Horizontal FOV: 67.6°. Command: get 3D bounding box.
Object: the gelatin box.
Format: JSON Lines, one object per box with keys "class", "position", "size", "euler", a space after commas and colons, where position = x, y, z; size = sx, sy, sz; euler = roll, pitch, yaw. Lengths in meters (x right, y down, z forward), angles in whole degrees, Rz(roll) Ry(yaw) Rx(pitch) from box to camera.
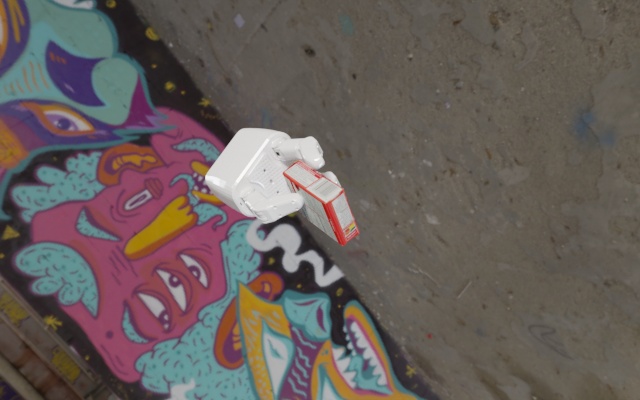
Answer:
{"class": "gelatin box", "position": [0.000, 0.002, 0.553], "size": [0.030, 0.073, 0.089], "euler": [-38, 44, -17]}
